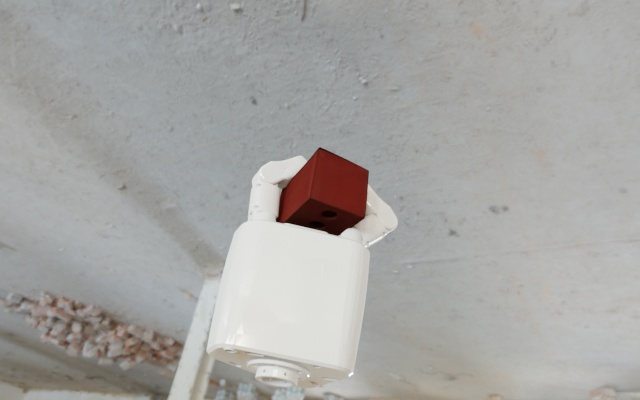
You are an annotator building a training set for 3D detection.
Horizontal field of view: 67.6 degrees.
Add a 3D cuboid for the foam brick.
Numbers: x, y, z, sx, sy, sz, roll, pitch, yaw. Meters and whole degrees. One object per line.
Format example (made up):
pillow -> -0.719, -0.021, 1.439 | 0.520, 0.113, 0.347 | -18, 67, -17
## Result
foam brick -> 0.000, 0.001, 0.422 | 0.053, 0.051, 0.078 | 22, -35, -19
